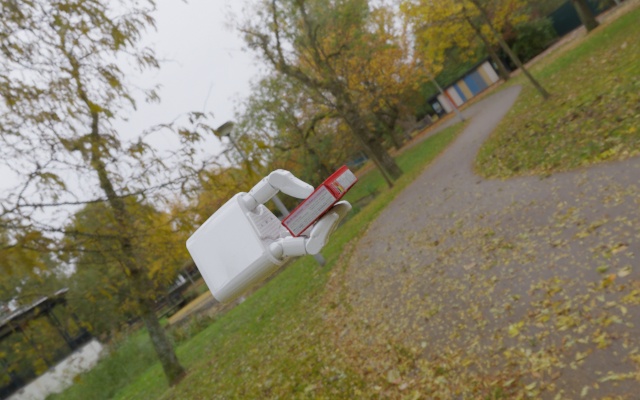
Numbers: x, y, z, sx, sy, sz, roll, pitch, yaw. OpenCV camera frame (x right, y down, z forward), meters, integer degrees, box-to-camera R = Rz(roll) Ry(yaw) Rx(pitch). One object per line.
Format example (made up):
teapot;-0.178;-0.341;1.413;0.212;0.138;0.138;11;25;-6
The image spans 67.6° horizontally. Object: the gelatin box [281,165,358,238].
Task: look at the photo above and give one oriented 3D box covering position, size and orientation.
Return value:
gelatin box;0.000;0.001;0.606;0.089;0.030;0.073;-44;-2;32
